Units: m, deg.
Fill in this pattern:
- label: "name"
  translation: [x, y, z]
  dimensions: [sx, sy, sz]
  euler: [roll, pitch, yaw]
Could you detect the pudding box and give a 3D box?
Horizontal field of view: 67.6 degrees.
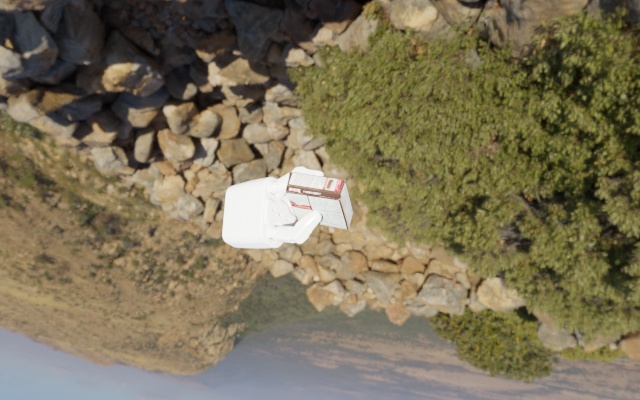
- label: "pudding box"
  translation: [0.000, 0.003, 0.756]
  dimensions: [0.090, 0.039, 0.113]
  euler: [8, -24, 14]
